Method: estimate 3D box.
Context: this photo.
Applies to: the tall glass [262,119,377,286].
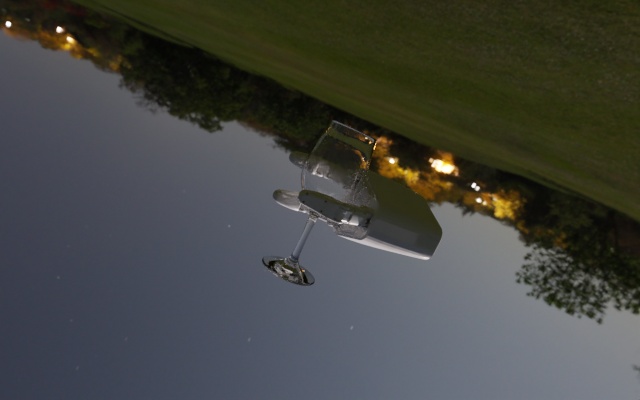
[{"bbox_3d":[0.000,0.003,0.600,0.079,0.201,0.079,24,10,-5],"label":"tall glass"}]
